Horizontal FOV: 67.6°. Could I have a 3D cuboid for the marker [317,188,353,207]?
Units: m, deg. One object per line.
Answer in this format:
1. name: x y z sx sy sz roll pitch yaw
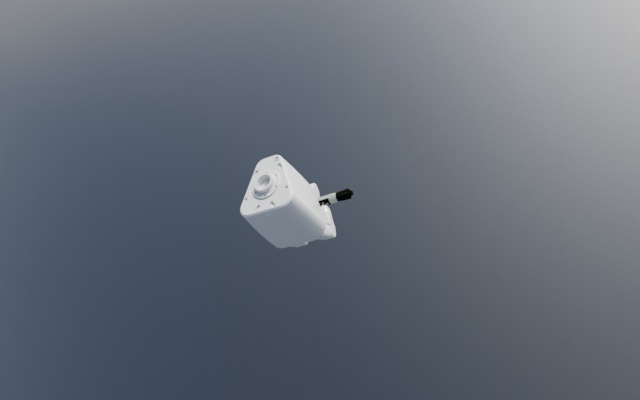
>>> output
1. marker: 0.000 0.003 0.833 0.121 0.020 0.020 -17 -6 21
